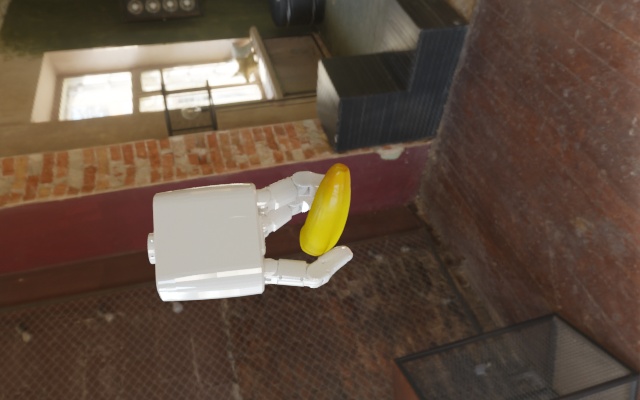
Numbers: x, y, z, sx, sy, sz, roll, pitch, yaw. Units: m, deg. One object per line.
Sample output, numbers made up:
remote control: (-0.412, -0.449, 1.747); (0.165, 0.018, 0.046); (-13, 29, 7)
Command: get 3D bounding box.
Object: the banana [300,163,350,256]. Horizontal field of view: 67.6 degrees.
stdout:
banana: (0.000, 0.021, 0.498); (0.037, 0.069, 0.198); (1, -12, -8)
